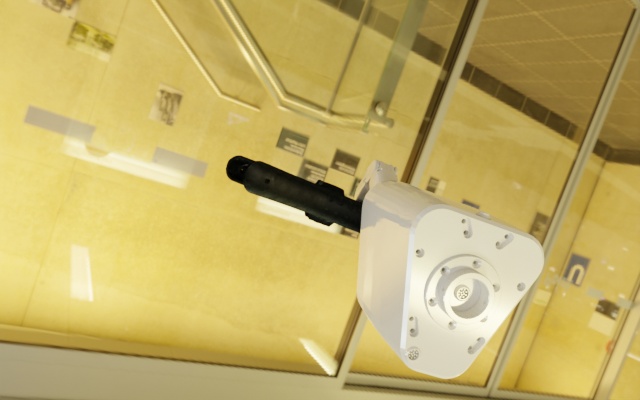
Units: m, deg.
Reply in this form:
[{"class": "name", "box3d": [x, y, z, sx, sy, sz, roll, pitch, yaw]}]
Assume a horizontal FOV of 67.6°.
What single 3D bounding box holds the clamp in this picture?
[{"class": "clamp", "box3d": [0.000, 0.002, 0.408, 0.171, 0.039, 0.120, 19, 7, -10]}]
